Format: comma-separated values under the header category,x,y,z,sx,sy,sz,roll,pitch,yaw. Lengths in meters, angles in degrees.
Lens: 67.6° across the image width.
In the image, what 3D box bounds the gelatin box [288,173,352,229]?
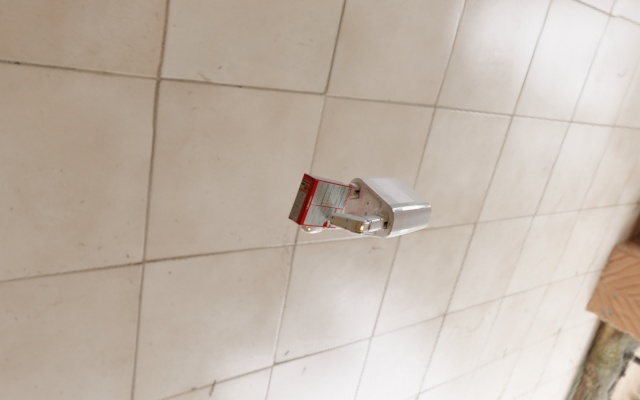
category,x,y,z,sx,sy,sz,roll,pitch,yaw
gelatin box,0.000,0.003,0.727,0.030,0.073,0.089,29,13,39
